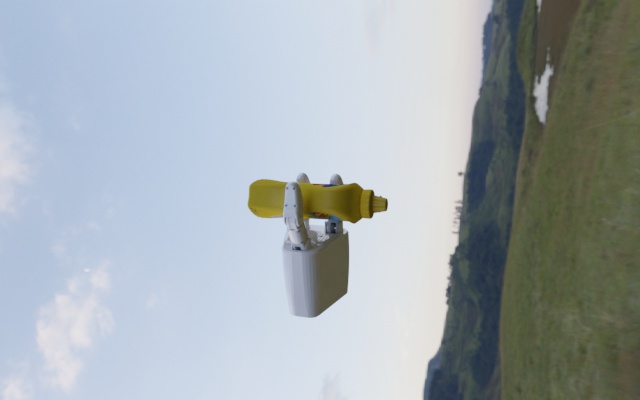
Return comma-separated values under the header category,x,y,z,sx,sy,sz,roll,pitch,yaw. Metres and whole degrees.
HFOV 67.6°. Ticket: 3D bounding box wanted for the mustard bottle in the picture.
category,x,y,z,sx,sy,sz,roll,pitch,yaw
mustard bottle,0.000,0.002,0.681,0.191,0.058,0.096,3,-6,18
